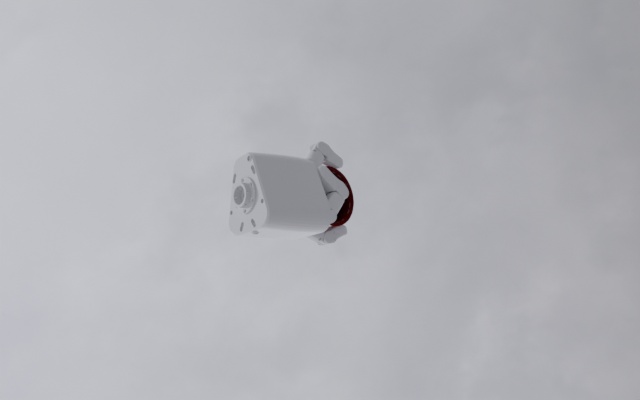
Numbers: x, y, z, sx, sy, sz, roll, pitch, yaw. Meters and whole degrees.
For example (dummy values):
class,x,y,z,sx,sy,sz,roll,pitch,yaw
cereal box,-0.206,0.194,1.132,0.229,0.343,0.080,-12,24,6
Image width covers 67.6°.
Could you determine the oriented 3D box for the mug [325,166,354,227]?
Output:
class,x,y,z,sx,sy,sz,roll,pitch,yaw
mug,0.001,0.003,0.755,0.117,0.093,0.081,7,-17,-43
